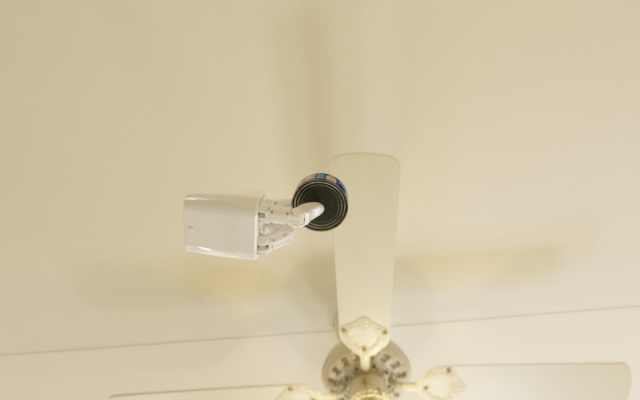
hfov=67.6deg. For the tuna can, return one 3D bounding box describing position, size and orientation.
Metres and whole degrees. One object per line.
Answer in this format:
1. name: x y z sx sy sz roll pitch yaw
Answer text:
1. tuna can: 0.000 0.002 0.727 0.086 0.086 0.033 0 23 5
